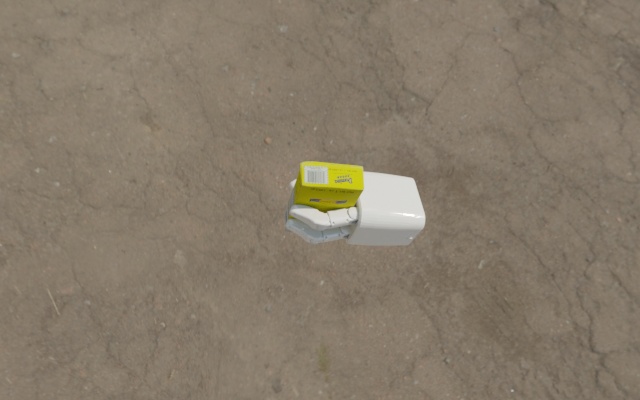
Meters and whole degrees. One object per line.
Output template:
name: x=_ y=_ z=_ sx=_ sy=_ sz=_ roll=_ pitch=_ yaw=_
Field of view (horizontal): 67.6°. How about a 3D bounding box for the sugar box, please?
sugar box: x=0.000 y=0.003 z=0.749 sx=0.093 sy=0.048 sz=0.176 roll=5 pitch=-29 yaw=-10
